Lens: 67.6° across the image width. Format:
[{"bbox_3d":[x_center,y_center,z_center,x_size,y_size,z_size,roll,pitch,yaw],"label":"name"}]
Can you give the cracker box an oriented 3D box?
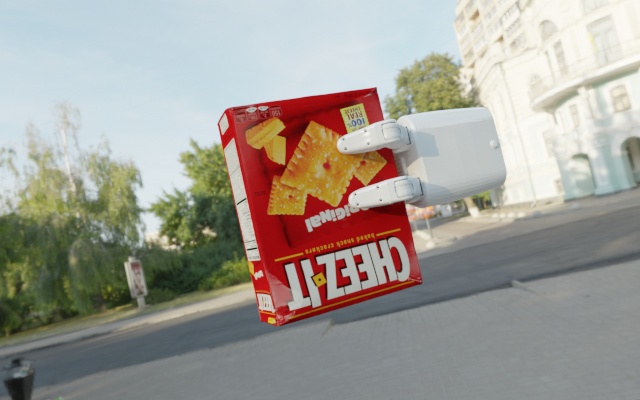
[{"bbox_3d":[0.000,0.001,0.492,0.164,0.213,0.072,-12,-4,-21],"label":"cracker box"}]
